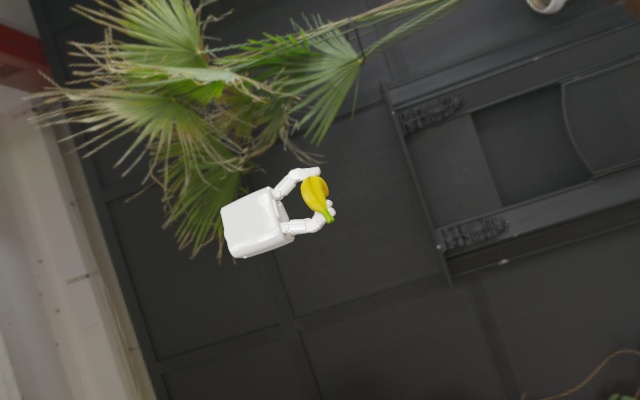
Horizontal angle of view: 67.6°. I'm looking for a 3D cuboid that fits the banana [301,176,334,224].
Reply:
[{"bbox_3d":[-0.008,-0.012,0.859,0.037,0.070,0.197,-25,14,6],"label":"banana"}]
